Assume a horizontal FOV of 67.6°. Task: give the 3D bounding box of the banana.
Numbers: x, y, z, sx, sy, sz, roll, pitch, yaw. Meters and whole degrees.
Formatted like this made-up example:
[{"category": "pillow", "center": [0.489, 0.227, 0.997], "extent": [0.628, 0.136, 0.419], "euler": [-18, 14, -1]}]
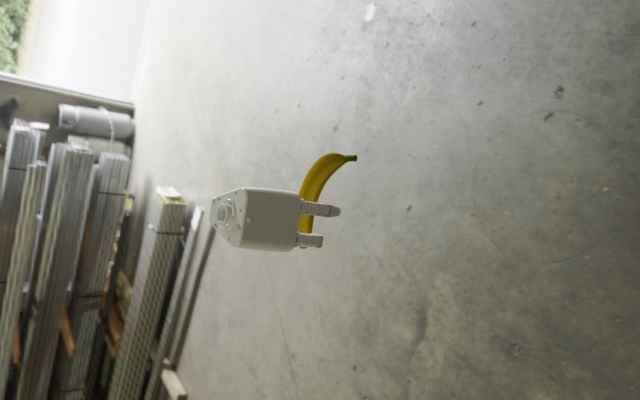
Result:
[{"category": "banana", "center": [-0.009, -0.010, 0.852], "extent": [0.037, 0.198, 0.069], "euler": [10, 24, -46]}]
